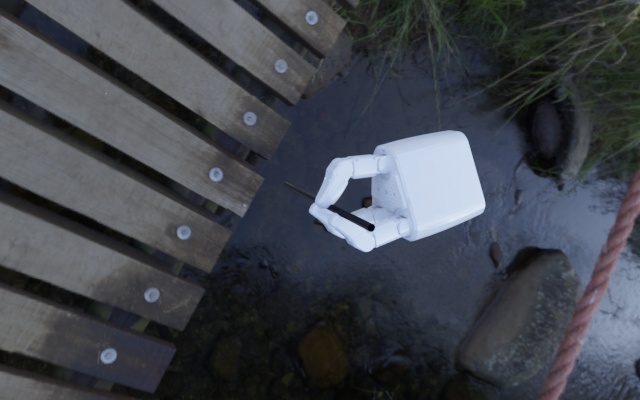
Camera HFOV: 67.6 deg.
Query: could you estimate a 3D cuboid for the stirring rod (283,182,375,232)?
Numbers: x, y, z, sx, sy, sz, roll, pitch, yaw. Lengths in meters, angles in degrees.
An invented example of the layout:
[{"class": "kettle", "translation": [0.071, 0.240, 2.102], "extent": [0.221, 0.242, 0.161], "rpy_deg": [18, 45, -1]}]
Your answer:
[{"class": "stirring rod", "translation": [0.000, 0.002, 0.558], "extent": [0.011, 0.011, 0.239], "rpy_deg": [0, 12, -24]}]
